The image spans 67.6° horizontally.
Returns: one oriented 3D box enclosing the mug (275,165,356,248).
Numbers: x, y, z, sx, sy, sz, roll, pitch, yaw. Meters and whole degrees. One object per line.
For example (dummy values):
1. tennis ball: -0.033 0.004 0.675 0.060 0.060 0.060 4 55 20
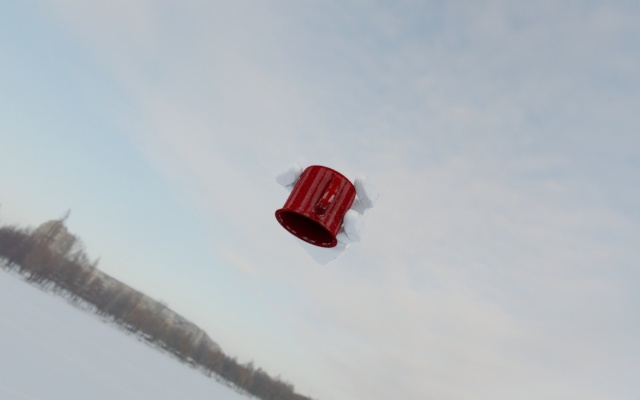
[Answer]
1. mug: 0.000 0.001 0.637 0.093 0.081 0.117 29 -24 -3
